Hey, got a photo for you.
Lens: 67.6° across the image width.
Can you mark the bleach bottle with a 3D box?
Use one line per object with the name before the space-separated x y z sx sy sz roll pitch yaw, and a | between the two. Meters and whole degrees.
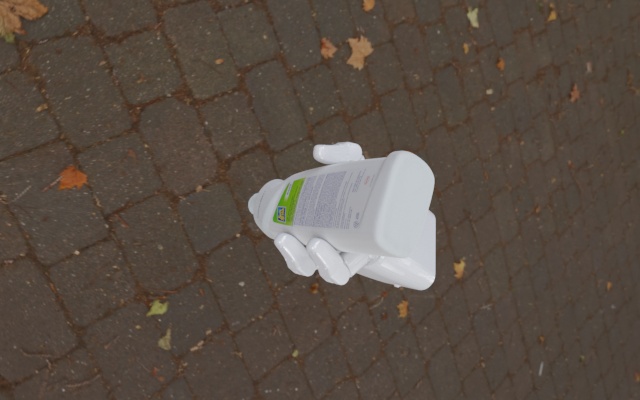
bleach bottle | 0.000 0.002 0.538 0.068 0.102 0.251 29 -16 -37
